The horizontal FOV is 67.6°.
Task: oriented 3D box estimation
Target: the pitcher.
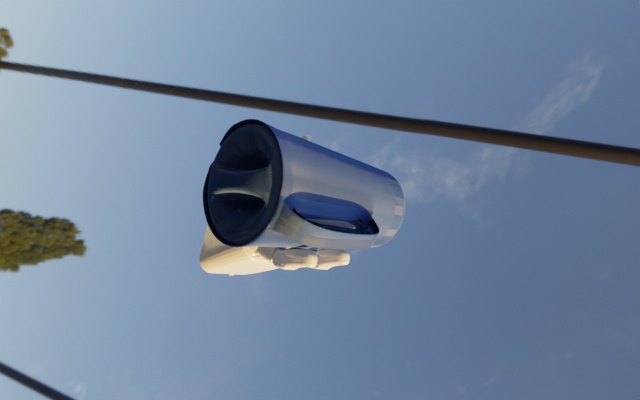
[{"bbox_3d":[0.000,0.002,0.566,0.145,0.149,0.243,-22,-22,39],"label":"pitcher"}]
